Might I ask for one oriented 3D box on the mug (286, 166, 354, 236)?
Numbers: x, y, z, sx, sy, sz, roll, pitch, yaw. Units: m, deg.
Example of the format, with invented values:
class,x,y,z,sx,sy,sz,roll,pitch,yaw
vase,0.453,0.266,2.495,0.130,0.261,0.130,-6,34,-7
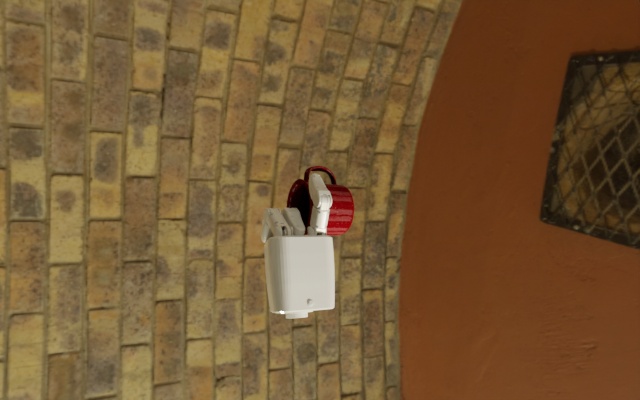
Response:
class,x,y,z,sx,sy,sz,roll,pitch,yaw
mug,0.000,0.001,0.766,0.081,0.117,0.093,3,-11,-27
